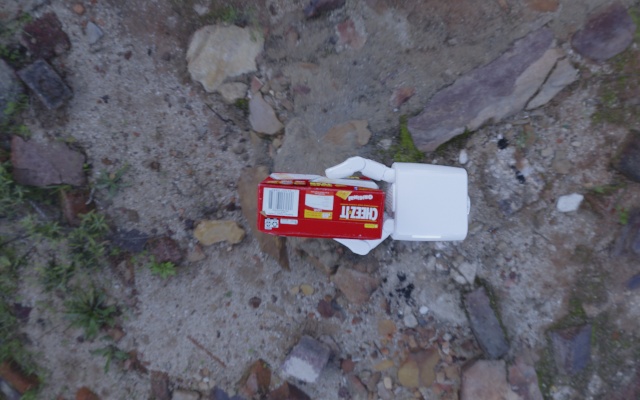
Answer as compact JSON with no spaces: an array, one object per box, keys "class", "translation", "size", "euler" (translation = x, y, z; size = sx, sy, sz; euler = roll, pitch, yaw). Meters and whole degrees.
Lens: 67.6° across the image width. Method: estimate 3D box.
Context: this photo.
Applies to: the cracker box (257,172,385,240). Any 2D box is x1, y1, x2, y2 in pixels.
[{"class":"cracker box","translation":[0.000,0.002,0.709],"size":[0.164,0.072,0.213],"euler":[3,7,-1]}]
